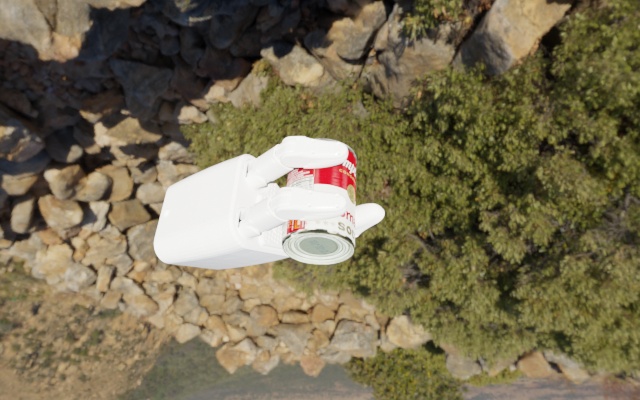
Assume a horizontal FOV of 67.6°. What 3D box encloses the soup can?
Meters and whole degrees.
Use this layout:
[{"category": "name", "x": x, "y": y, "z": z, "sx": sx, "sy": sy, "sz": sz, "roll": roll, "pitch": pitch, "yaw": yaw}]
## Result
[{"category": "soup can", "x": 0.001, "y": 0.002, "z": 0.455, "sx": 0.068, "sy": 0.102, "sz": 0.068, "roll": 2, "pitch": -32, "yaw": 1}]
